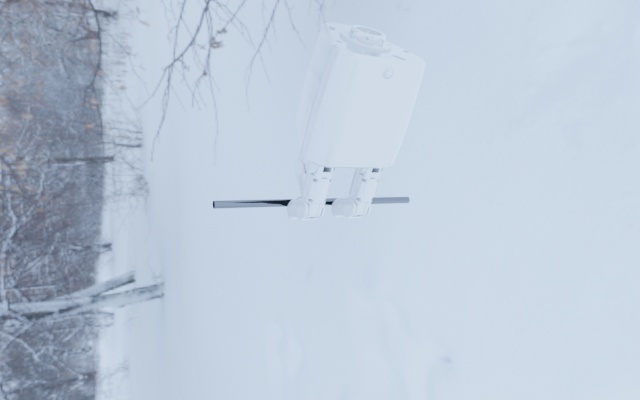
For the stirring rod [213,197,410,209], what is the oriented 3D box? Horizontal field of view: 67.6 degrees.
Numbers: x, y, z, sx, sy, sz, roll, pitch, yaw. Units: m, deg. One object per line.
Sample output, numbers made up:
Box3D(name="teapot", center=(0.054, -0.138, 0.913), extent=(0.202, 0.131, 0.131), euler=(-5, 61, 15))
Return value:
Box3D(name="stirring rod", center=(0.000, 0.002, 0.533), extent=(0.239, 0.011, 0.011), euler=(-1, 1, -27))
